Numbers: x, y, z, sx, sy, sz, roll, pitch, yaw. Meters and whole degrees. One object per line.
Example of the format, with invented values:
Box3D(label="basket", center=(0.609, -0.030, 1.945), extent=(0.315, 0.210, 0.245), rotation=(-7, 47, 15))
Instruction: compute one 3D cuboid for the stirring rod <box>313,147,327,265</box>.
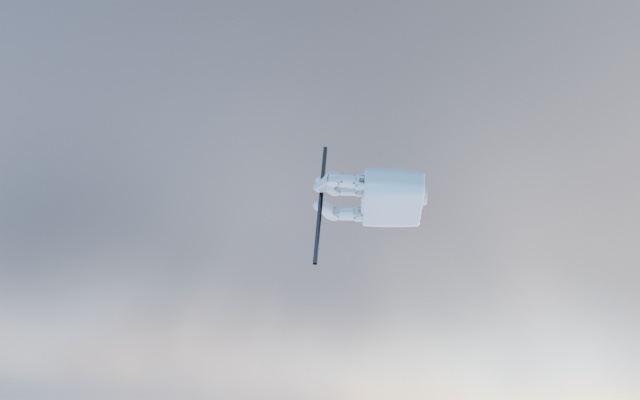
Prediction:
Box3D(label="stirring rod", center=(0.000, 0.003, 0.869), extent=(0.011, 0.239, 0.011), rotation=(4, -29, 2))
